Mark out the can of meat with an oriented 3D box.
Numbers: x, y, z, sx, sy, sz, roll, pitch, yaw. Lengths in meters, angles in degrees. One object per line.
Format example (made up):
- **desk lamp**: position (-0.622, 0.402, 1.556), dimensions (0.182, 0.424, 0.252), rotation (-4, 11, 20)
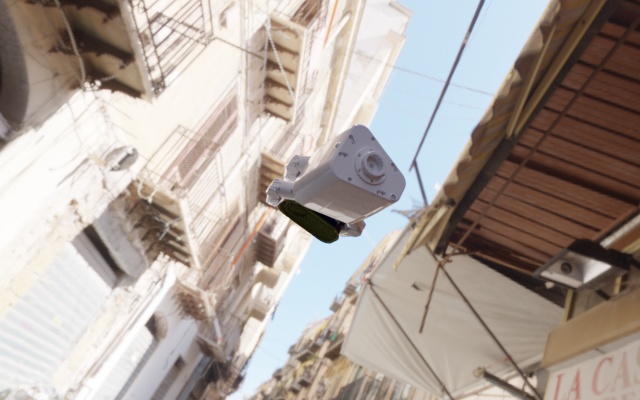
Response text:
- **can of meat**: position (0.000, 0.002, 0.735), dimensions (0.102, 0.084, 0.057), rotation (37, -29, -10)
